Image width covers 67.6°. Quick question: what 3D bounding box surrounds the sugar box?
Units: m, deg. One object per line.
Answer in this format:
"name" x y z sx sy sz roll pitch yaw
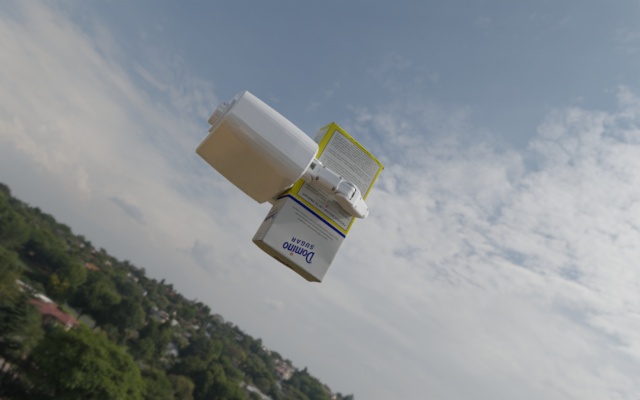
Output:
"sugar box" 0.000 0.002 0.588 0.093 0.176 0.048 38 -19 -18
